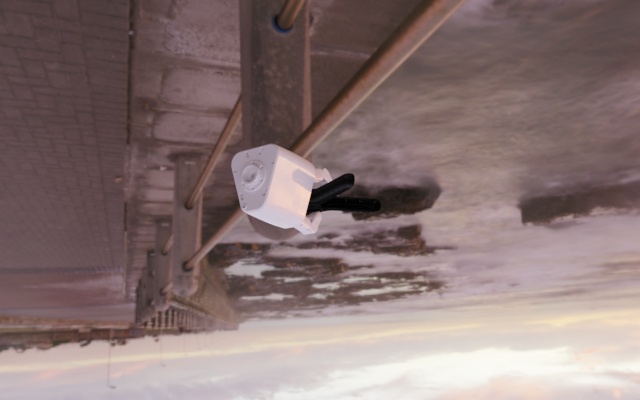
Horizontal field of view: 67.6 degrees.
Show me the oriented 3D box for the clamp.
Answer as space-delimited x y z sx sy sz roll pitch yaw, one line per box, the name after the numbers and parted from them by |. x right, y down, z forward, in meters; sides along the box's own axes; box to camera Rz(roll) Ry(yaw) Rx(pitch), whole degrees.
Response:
0.000 0.004 0.872 0.210 0.036 0.164 -11 -22 28 | clamp
